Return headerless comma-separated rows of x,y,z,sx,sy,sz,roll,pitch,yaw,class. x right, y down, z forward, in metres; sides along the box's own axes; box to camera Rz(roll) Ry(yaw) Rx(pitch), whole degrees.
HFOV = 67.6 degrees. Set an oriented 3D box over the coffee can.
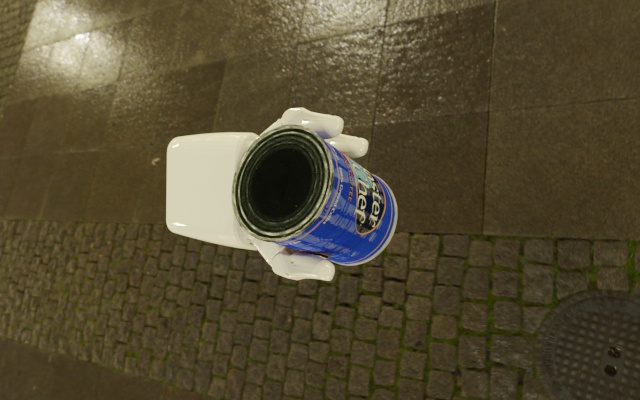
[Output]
0.000,0.002,0.455,0.103,0.102,0.140,0,-14,31,coffee can
